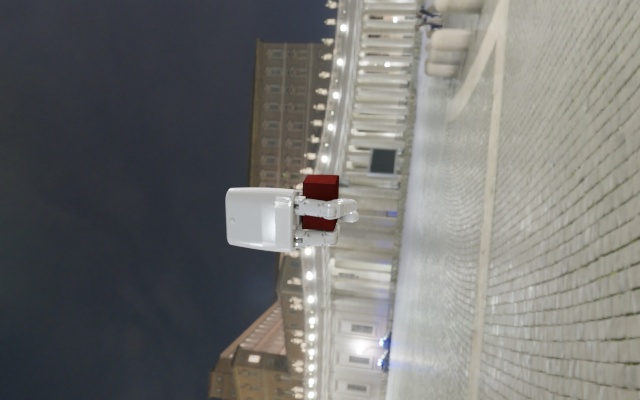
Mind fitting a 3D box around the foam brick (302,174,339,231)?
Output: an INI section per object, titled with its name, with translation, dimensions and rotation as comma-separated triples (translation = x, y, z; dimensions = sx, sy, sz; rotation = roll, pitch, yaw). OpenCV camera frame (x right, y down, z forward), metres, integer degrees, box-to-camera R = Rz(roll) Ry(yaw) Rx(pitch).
[foam brick]
translation = 0.000, 0.002, 0.744
dimensions = 0.051, 0.078, 0.053
rotation = 4, 18, 8
